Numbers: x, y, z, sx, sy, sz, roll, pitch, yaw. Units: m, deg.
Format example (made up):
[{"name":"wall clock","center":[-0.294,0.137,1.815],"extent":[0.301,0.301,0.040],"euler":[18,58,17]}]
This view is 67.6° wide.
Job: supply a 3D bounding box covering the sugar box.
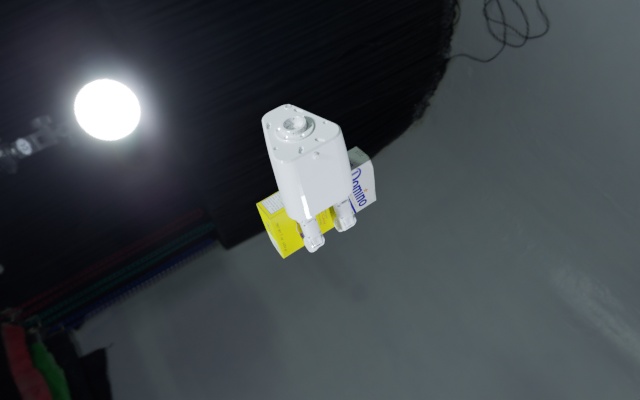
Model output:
[{"name":"sugar box","center":[0.000,0.003,0.707],"extent":[0.176,0.093,0.048],"euler":[-30,48,-15]}]
